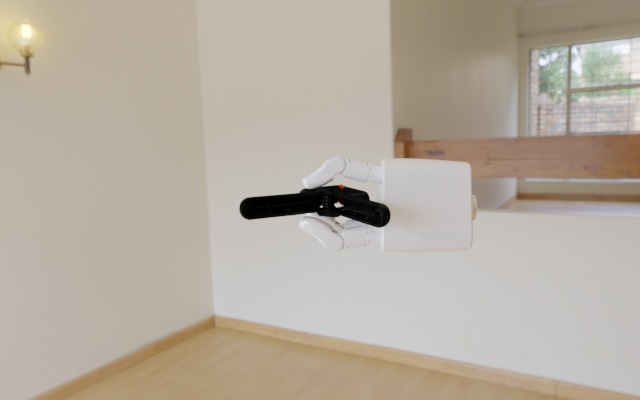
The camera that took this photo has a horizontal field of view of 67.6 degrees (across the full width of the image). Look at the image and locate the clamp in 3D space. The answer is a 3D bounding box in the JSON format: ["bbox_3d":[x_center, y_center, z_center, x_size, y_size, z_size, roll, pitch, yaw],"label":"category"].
[{"bbox_3d":[0.000,0.001,0.594,0.164,0.036,0.210,3,7,5],"label":"clamp"}]
